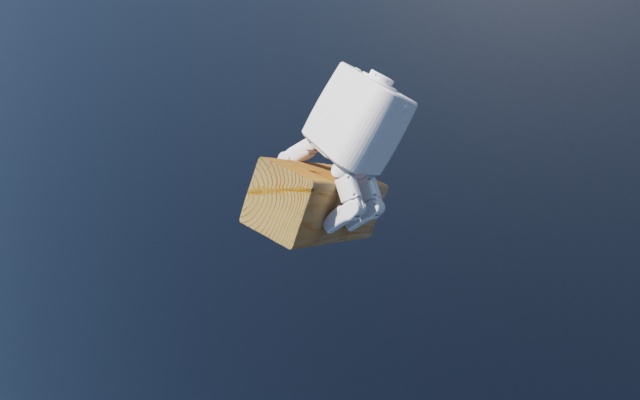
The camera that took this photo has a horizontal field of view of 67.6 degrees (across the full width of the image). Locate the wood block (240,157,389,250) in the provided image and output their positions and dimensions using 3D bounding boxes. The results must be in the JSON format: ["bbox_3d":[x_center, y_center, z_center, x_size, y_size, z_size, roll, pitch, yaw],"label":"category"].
[{"bbox_3d":[0.000,0.002,0.658,0.091,0.090,0.206,26,14,30],"label":"wood block"}]
